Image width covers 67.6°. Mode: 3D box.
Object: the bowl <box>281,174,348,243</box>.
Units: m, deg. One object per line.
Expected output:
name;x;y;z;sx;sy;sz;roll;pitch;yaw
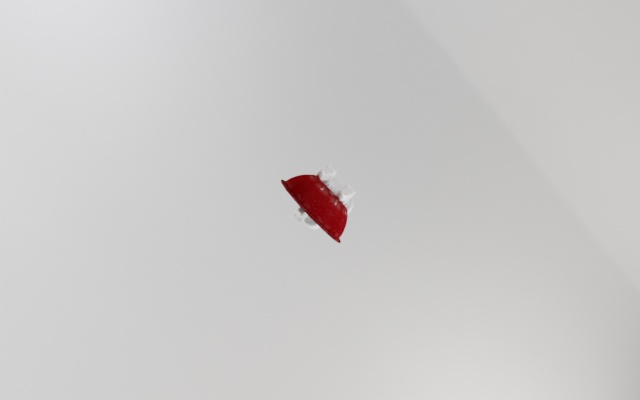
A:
bowl;0.001;0.003;0.891;0.055;0.162;0.162;-43;-4;4
